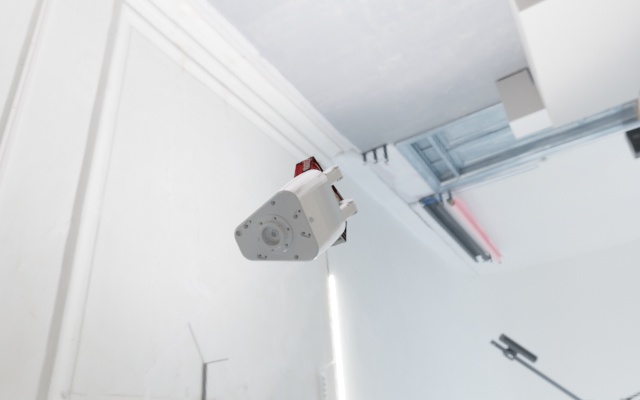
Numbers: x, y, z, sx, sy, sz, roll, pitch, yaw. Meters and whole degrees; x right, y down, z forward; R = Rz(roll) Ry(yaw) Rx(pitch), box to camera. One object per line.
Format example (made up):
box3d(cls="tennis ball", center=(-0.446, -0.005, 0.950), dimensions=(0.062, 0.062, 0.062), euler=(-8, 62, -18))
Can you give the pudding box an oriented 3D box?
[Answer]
box3d(cls="pudding box", center=(0.000, 0.002, 0.727), dimensions=(0.039, 0.113, 0.090), euler=(-20, 35, 21))
